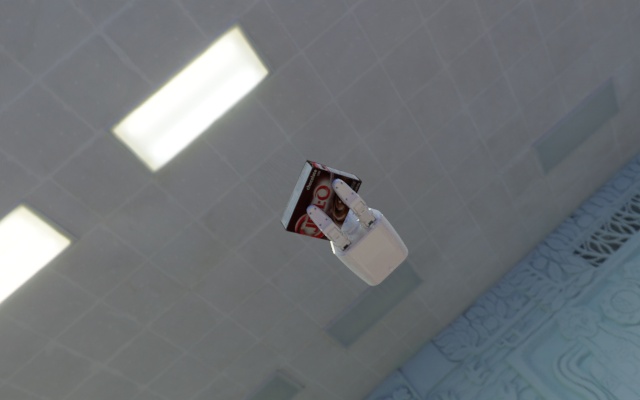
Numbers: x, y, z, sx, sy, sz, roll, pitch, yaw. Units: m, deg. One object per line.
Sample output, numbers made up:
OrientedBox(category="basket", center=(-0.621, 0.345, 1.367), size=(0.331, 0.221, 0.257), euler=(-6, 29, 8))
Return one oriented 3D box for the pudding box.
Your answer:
OrientedBox(category="pudding box", center=(0.000, 0.002, 0.744), size=(0.090, 0.113, 0.039), euler=(15, 16, -28))
